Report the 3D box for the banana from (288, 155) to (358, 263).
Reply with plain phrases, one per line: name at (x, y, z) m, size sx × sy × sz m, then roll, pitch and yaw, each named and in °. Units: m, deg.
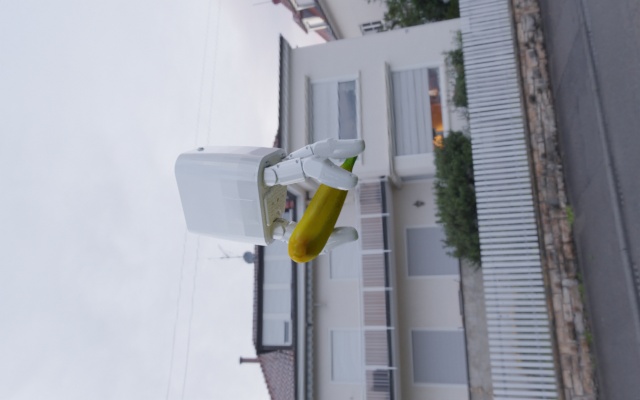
banana at (-0.001, 0.014, 0.528) m, size 0.037 × 0.070 × 0.197 m, roll 16°, pitch 39°, yaw 9°
